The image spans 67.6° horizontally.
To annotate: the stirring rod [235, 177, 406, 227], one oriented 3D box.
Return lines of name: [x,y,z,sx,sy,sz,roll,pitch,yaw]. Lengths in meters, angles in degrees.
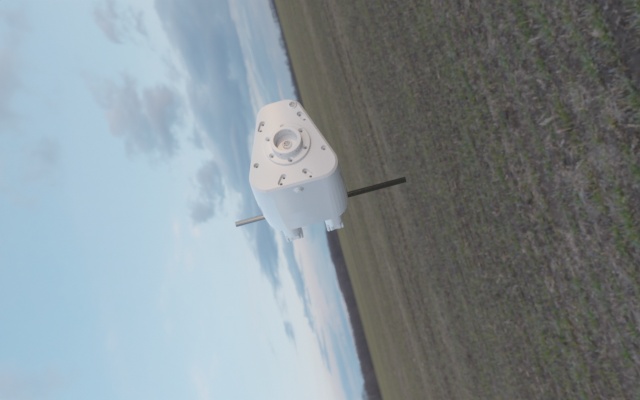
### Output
stirring rod: [0.000,0.002,0.655,0.239,0.011,0.011,-15,0,1]
